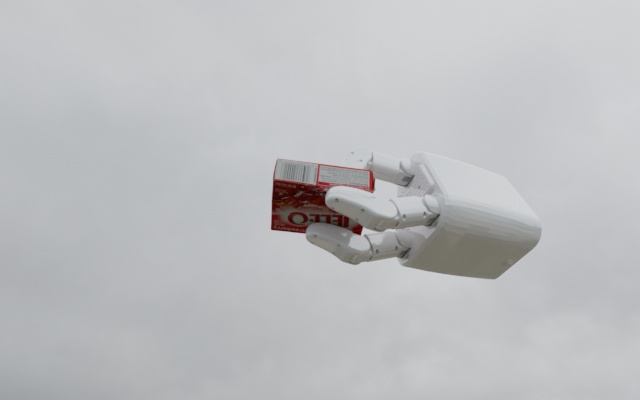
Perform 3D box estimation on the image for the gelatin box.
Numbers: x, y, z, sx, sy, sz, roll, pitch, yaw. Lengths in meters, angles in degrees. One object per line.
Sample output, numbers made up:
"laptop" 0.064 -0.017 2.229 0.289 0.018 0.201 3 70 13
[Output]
"gelatin box" 0.000 0.001 0.440 0.089 0.030 0.073 7 -40 -2
